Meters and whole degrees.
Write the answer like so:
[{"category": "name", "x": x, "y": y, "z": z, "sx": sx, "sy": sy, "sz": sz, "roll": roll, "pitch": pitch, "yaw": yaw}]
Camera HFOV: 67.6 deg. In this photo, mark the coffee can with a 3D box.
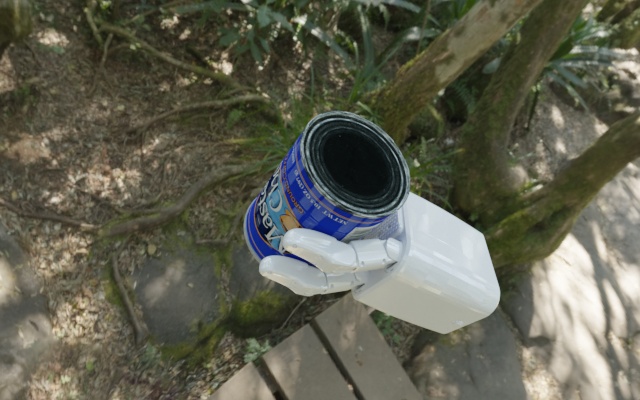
[{"category": "coffee can", "x": 0.000, "y": 0.001, "z": 0.440, "sx": 0.103, "sy": 0.102, "sz": 0.140, "roll": 0, "pitch": -28, "yaw": -30}]
